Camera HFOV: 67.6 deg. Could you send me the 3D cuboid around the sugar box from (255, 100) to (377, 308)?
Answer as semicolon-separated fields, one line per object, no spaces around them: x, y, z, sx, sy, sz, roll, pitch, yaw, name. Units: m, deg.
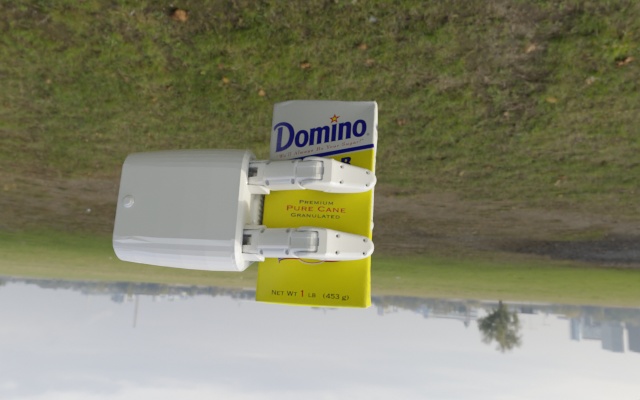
0.000;0.001;0.411;0.093;0.176;0.048;1;-11;8;sugar box
